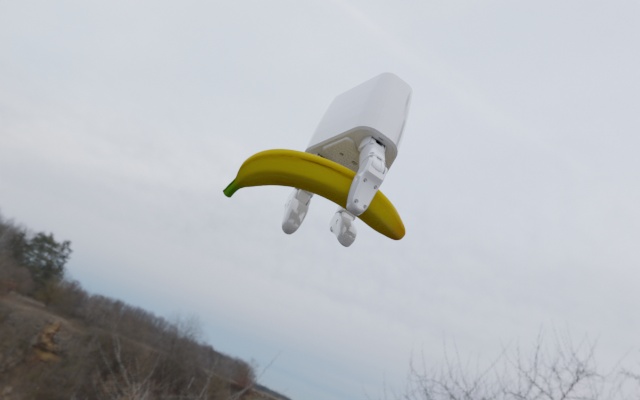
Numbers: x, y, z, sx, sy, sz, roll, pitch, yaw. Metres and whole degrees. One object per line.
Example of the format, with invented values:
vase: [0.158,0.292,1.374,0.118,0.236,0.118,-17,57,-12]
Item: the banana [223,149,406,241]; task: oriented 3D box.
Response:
banana: [0.000,-0.012,0.491,0.198,0.070,0.037,16,43,2]
